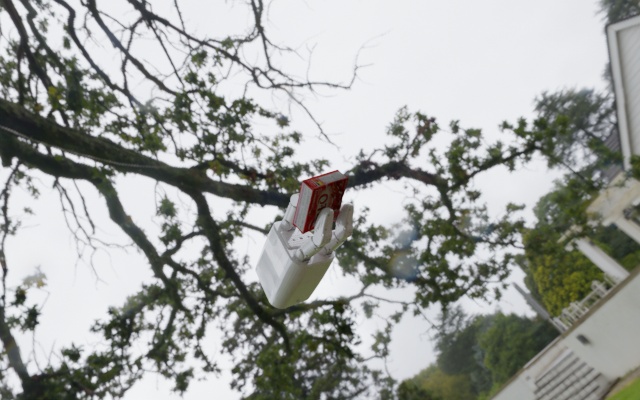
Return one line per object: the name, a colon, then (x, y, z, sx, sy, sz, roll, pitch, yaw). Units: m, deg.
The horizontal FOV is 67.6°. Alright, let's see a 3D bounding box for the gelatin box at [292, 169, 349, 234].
gelatin box: (0.000, 0.002, 0.736, 0.073, 0.089, 0.030, -19, 47, -38)
